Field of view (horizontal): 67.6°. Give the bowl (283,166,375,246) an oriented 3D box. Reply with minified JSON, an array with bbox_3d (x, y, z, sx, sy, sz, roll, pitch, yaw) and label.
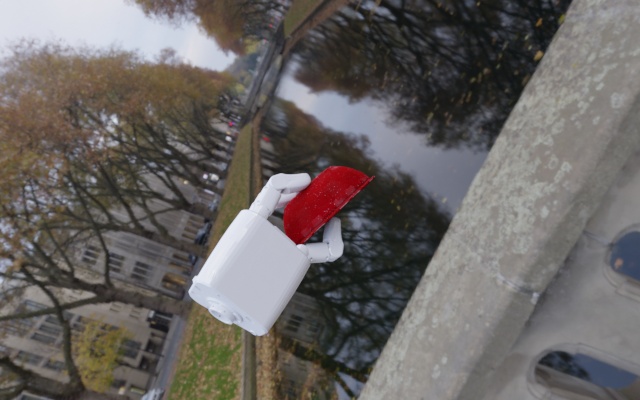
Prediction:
[{"bbox_3d":[0.001,0.001,0.674,0.162,0.055,0.162,-42,-2,-2],"label":"bowl"}]
